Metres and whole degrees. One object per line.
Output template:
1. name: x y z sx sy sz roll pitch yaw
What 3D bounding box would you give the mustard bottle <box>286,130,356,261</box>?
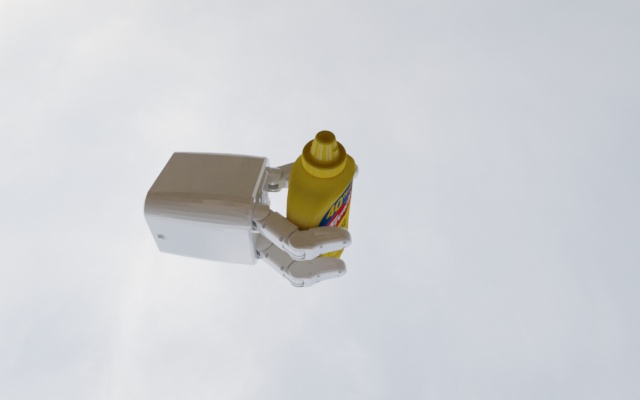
1. mustard bottle: 0.000 0.002 0.492 0.058 0.096 0.192 26 -34 16
